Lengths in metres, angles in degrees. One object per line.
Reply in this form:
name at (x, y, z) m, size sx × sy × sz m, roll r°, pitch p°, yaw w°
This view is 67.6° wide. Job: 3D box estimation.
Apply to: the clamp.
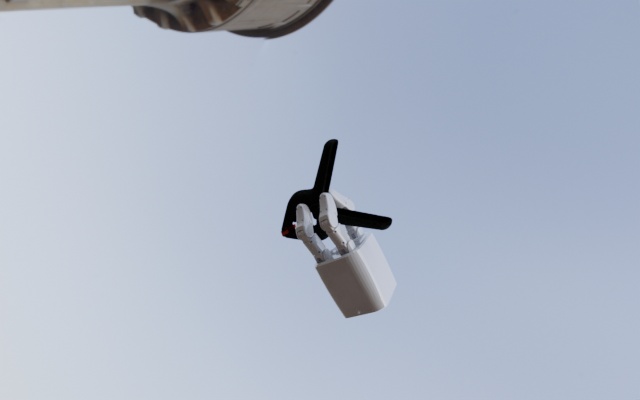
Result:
clamp at (0.000, 0.003, 0.798) m, size 0.210 × 0.164 × 0.036 m, roll -25°, pitch 5°, yaw 39°
